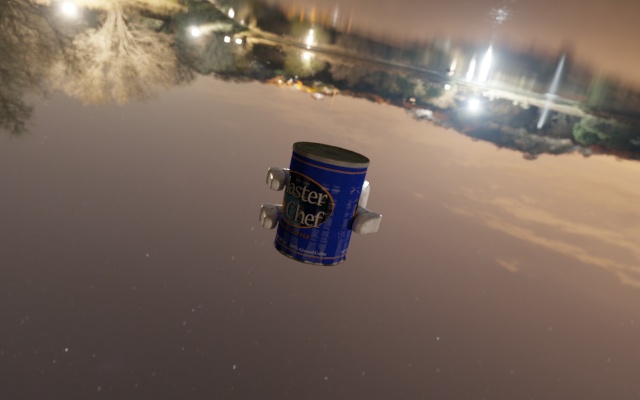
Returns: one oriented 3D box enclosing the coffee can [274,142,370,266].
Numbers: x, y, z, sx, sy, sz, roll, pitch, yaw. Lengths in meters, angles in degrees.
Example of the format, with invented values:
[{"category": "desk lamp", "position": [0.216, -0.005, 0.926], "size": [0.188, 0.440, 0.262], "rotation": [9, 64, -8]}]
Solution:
[{"category": "coffee can", "position": [0.000, 0.002, 0.638], "size": [0.103, 0.140, 0.102], "rotation": [12, 16, -3]}]
